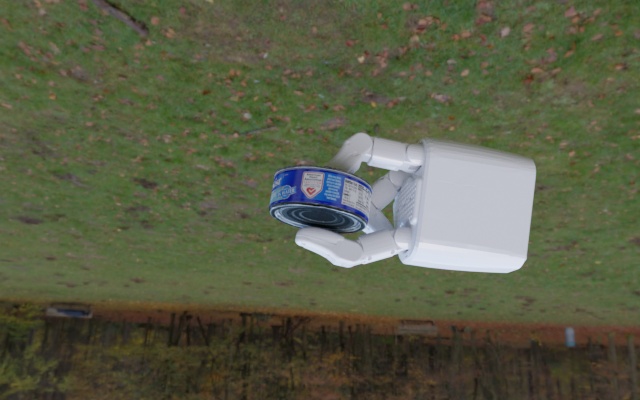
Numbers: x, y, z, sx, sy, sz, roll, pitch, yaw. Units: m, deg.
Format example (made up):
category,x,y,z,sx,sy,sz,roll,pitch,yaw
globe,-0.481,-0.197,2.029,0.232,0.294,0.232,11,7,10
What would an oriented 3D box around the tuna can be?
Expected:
category,x,y,z,sx,sy,sz,roll,pitch,yaw
tuna can,0.000,0.002,0.406,0.086,0.033,0.086,8,-17,2
